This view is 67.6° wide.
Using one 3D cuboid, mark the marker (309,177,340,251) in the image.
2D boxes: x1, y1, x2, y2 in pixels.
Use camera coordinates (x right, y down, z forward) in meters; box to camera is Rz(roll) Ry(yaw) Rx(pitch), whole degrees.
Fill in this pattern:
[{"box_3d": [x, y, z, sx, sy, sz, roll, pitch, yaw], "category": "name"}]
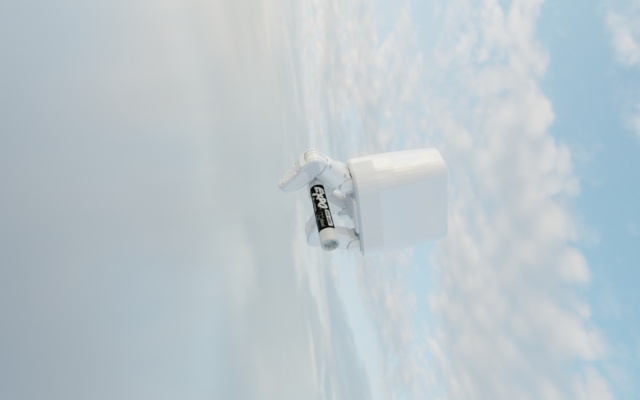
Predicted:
[{"box_3d": [0.000, 0.002, 0.506, 0.020, 0.020, 0.121, 0, 44, -13], "category": "marker"}]
